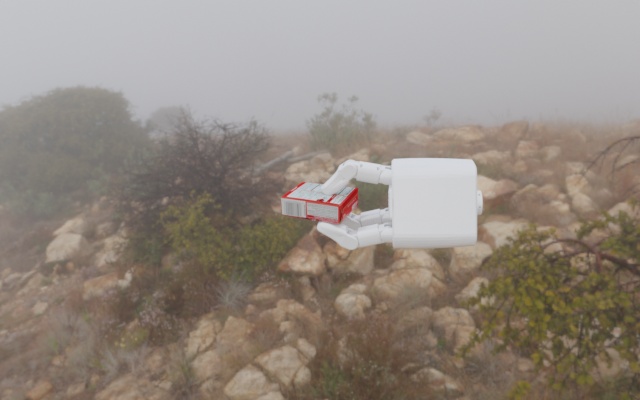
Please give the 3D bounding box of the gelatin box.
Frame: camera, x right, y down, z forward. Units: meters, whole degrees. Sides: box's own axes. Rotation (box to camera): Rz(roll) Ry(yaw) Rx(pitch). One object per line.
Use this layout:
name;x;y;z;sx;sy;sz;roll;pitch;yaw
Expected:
gelatin box;0.000;0.002;0.662;0.089;0.030;0.073;8;22;20
